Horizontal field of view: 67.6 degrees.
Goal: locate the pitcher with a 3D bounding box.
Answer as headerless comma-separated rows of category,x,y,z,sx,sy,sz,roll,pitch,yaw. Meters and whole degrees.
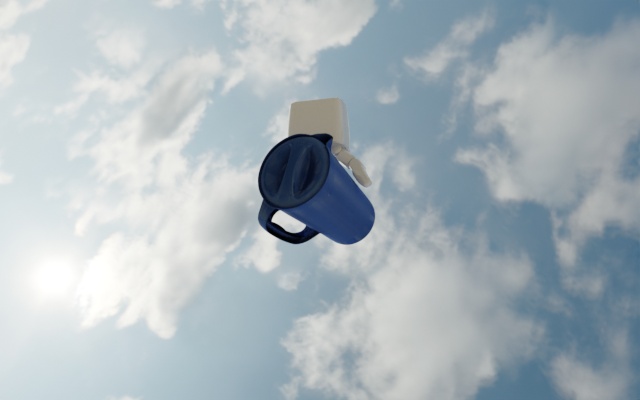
pitcher,0.000,0.003,0.849,0.149,0.145,0.243,-15,-29,23
